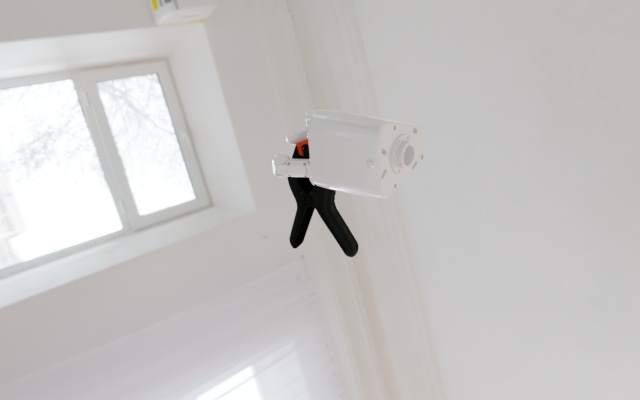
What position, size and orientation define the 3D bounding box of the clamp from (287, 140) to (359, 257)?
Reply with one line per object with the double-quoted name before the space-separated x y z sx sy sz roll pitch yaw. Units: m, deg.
"clamp" 0.000 0.002 0.670 0.120 0.171 0.039 11 27 31
